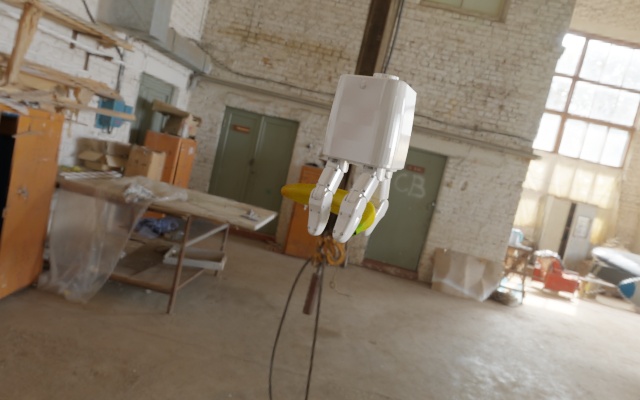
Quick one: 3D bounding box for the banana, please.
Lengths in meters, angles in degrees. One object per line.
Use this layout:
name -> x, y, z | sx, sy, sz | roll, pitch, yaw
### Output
banana -> 0.018, 0.003, 0.662 | 0.069, 0.037, 0.197 | 1, 13, -32
